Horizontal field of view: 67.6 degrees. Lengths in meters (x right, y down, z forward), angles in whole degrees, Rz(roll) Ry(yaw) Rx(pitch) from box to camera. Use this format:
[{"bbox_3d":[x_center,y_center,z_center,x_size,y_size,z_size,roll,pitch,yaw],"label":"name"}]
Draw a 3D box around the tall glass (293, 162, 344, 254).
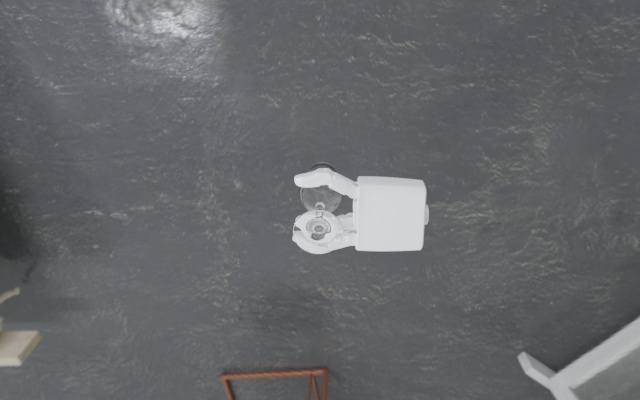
[{"bbox_3d":[0.000,0.003,0.782,0.079,0.079,0.201,0,27,2],"label":"tall glass"}]
